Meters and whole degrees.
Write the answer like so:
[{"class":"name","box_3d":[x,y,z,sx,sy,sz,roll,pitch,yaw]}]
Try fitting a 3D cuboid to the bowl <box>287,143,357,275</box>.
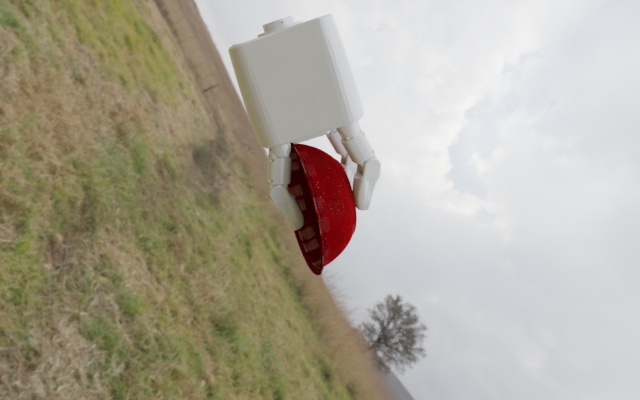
[{"class":"bowl","box_3d":[0.001,0.003,0.554,0.055,0.162,0.162,-13,3,-14]}]
